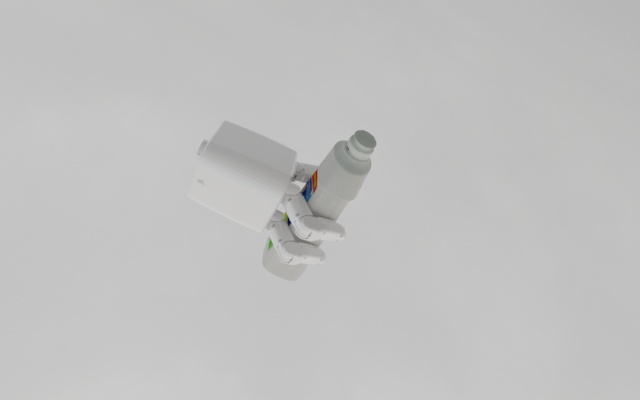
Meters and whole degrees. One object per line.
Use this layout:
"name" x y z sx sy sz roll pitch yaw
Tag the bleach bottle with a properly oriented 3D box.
"bleach bottle" 0.000 0.002 0.617 0.068 0.102 0.251 25 -46 -9
